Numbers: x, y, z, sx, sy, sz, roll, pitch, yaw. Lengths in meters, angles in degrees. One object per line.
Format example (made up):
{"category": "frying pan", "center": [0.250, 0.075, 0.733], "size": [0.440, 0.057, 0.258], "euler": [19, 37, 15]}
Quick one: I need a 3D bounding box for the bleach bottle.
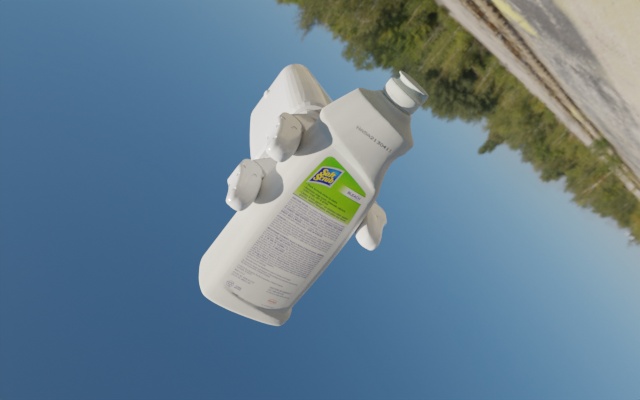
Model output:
{"category": "bleach bottle", "center": [0.000, 0.001, 0.411], "size": [0.102, 0.251, 0.068], "euler": [29, 26, -29]}
